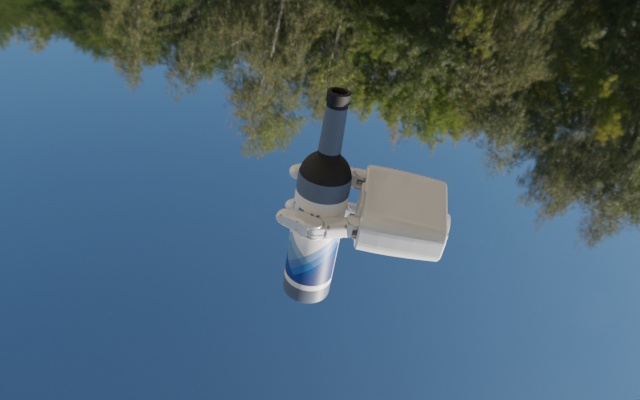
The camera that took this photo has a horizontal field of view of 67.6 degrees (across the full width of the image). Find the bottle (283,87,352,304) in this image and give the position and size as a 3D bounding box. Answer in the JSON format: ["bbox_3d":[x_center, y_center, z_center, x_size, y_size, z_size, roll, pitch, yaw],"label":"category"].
[{"bbox_3d":[0.000,0.002,0.603,0.069,0.296,0.069,7,33,-4],"label":"bottle"}]
